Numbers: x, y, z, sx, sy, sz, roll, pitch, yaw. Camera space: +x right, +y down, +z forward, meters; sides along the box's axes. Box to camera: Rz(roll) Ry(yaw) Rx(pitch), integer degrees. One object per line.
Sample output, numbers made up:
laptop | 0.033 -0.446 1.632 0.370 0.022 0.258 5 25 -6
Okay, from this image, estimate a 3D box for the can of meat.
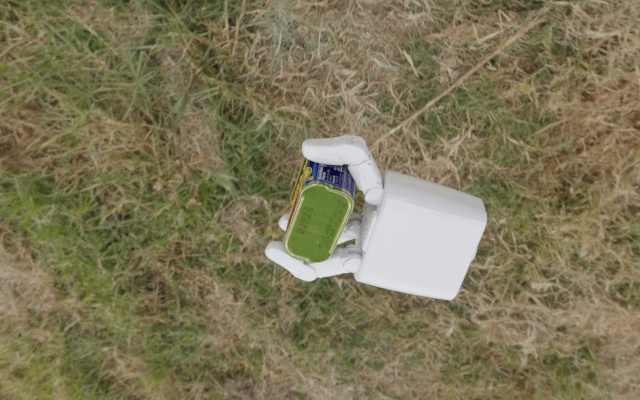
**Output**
can of meat | 0.000 0.002 0.488 0.057 0.102 0.084 17 35 -6
